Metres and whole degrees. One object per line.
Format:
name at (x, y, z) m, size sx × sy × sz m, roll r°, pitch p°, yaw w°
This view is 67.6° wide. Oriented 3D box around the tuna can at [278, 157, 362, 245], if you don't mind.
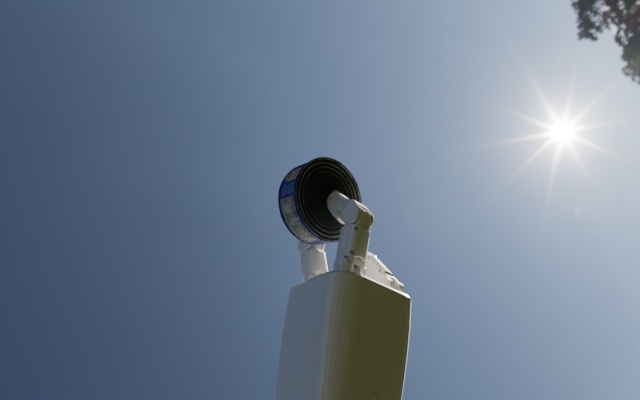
tuna can at (0.000, 0.002, 0.483) m, size 0.086 × 0.086 × 0.034 m, roll 0°, pitch -11°, yaw -41°
